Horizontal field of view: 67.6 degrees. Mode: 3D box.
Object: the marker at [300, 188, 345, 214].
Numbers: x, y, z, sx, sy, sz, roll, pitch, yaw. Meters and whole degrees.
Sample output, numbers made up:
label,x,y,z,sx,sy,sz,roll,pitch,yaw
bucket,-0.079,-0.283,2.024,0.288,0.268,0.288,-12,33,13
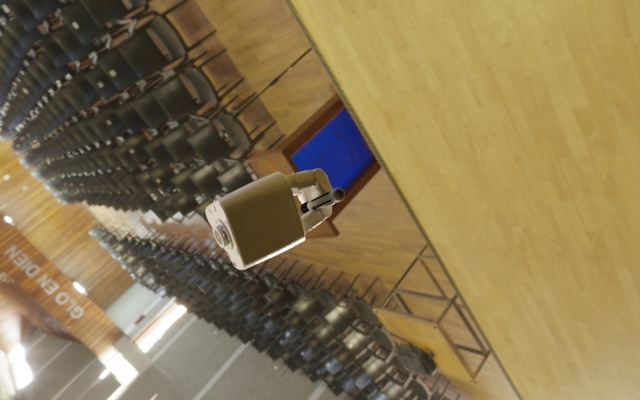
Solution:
label,x,y,z,sx,sy,sz,roll,pitch,yaw
marker,0.000,0.002,0.715,0.020,0.020,0.121,0,-10,-26
